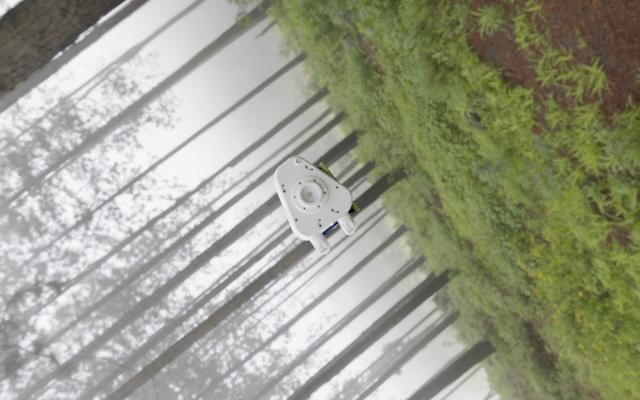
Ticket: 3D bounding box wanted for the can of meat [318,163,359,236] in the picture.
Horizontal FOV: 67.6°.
[{"bbox_3d":[0.000,0.003,0.800,0.084,0.102,0.057,-39,3,-4],"label":"can of meat"}]
